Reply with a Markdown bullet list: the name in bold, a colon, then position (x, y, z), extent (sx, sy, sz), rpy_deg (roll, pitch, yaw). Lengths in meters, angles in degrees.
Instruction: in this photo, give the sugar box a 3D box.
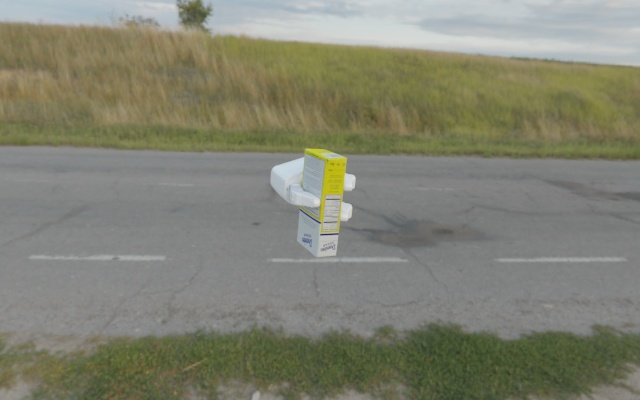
- **sugar box**: position (0.001, 0.003, 0.846), extent (0.048, 0.176, 0.093), rpy_deg (-4, 17, -25)
